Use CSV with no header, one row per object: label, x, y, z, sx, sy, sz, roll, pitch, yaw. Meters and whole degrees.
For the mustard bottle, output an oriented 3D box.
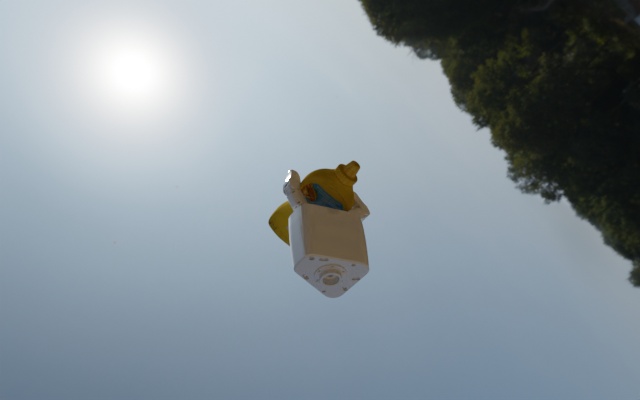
mustard bottle,0.000,0.003,0.813,0.192,0.096,0.058,-47,7,29
